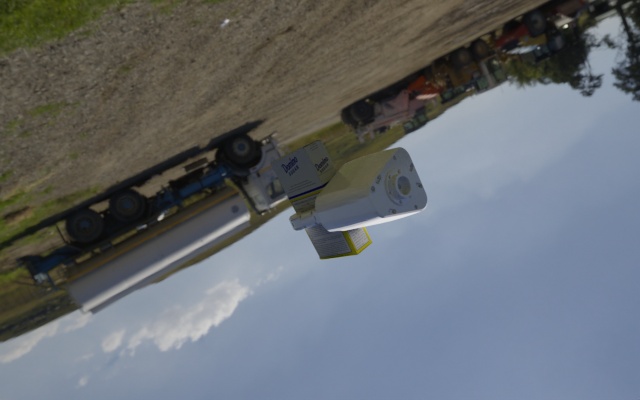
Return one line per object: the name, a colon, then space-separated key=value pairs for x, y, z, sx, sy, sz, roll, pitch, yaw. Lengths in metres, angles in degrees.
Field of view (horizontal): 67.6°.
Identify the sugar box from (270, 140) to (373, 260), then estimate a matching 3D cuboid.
sugar box: x=0.001 y=0.002 z=0.727 sx=0.048 sy=0.176 sz=0.093 roll=-30 pitch=9 yaw=-39
